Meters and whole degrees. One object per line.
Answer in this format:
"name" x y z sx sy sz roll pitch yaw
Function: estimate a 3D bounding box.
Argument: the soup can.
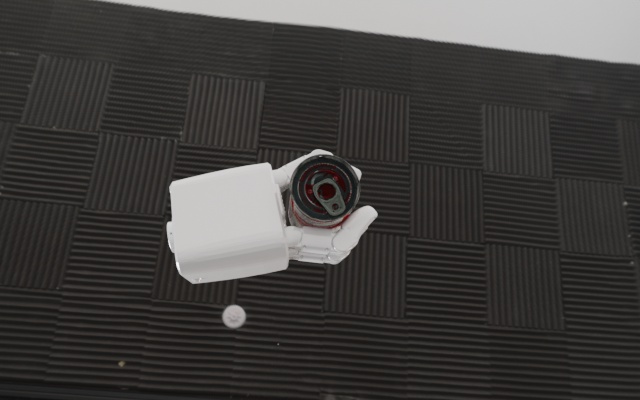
"soup can" 0.001 0.002 0.503 0.068 0.068 0.102 0 -17 -5
